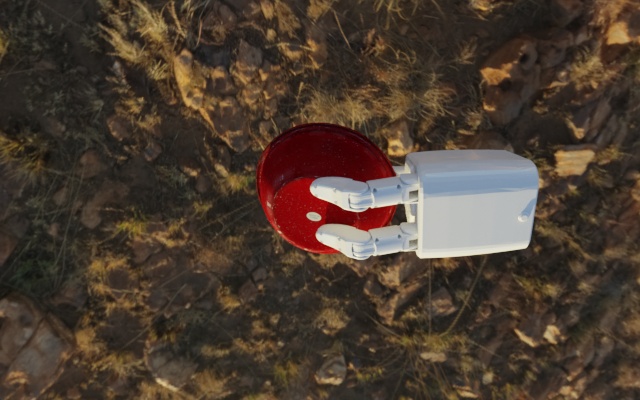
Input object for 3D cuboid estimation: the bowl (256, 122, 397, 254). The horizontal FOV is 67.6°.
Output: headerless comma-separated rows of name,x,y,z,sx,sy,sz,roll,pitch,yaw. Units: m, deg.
bowl,-0.001,0.002,0.510,0.162,0.162,0.055,0,31,14
